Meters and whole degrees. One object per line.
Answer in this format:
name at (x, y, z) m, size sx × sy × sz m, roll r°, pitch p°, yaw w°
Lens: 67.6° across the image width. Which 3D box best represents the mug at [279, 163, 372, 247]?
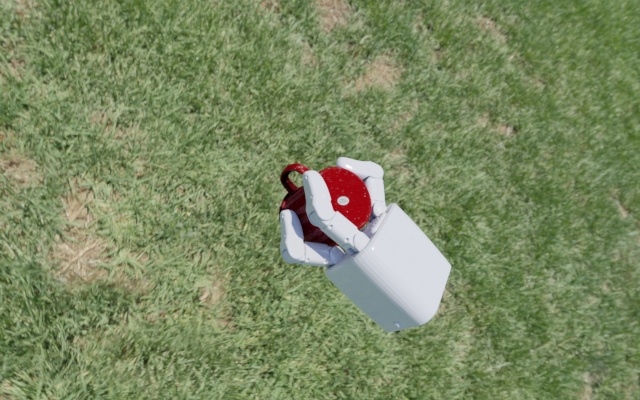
mug at (-0.001, 0.001, 0.572) m, size 0.093 × 0.117 × 0.081 m, roll -44°, pitch 4°, yaw -34°
